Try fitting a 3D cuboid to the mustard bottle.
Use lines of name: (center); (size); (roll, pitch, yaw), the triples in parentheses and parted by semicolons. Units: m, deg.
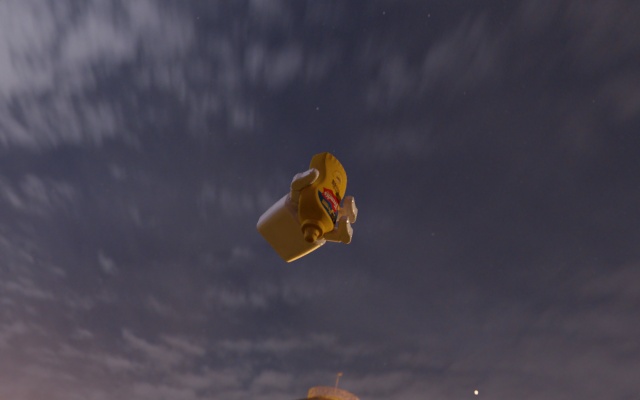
mustard bottle: (0.000, 0.003, 0.890); (0.058, 0.096, 0.191); (-10, 40, 26)
